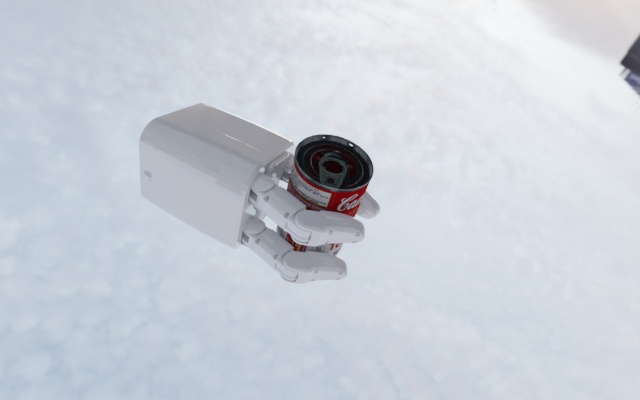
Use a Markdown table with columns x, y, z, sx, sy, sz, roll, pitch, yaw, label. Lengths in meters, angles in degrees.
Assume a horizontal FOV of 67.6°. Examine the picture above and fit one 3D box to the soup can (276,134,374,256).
| x | y | z | sx | sy | sz | roll | pitch | yaw | label |
| --- | --- | --- | --- | --- | --- | --- | --- | --- | --- |
| 0.000 | 0.002 | 0.429 | 0.068 | 0.068 | 0.102 | 0 | -43 | -18 | soup can |
